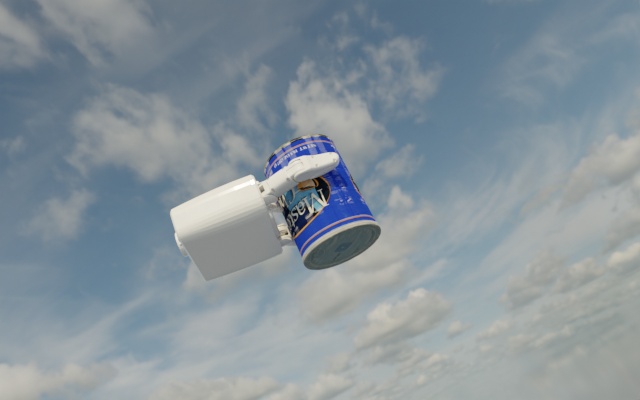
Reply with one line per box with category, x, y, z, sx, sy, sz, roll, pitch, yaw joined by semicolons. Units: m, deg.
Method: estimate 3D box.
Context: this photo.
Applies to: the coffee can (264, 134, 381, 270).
coffee can;0.000;0.002;0.607;0.103;0.140;0.103;-21;-27;-11
